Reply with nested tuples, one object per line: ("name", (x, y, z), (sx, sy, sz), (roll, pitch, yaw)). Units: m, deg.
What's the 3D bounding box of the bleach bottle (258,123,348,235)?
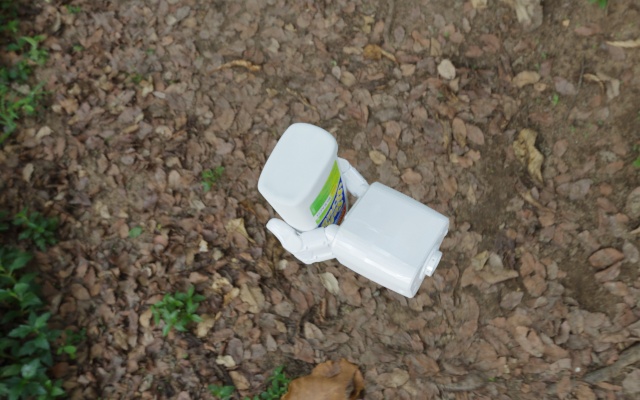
("bleach bottle", (0.000, 0.002, 0.635), (0.068, 0.102, 0.251), (25, -12, 21))
